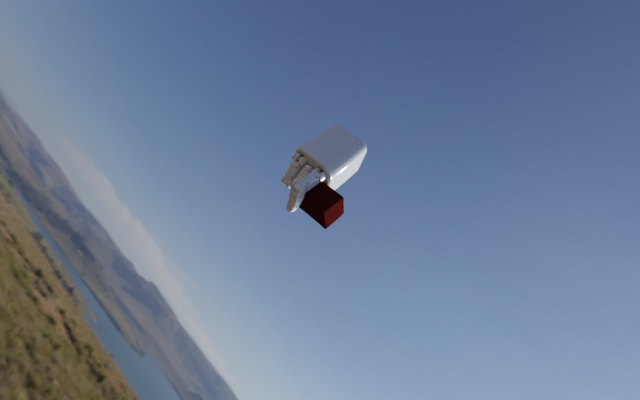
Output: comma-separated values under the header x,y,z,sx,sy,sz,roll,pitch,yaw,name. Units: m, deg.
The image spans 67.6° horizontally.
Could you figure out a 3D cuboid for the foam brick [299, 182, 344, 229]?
x,y,z,sx,sy,sz,roll,pitch,yaw,name
0.000,0.003,0.892,0.051,0.053,0.078,-37,59,-24,foam brick
